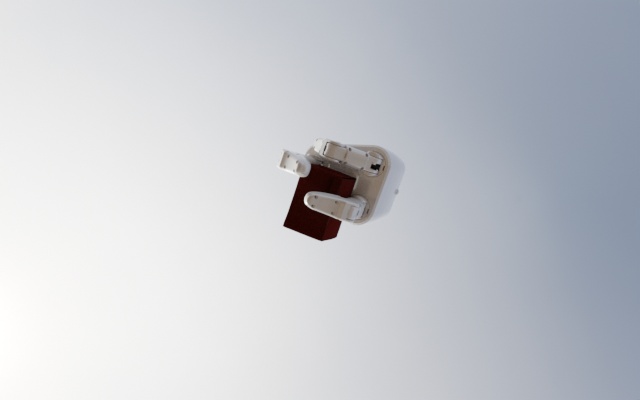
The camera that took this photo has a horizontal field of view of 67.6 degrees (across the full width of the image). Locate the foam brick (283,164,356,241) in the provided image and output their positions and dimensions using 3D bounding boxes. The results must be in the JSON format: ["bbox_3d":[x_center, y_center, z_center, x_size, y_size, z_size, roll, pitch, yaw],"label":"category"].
[{"bbox_3d":[0.000,0.002,0.554,0.053,0.078,0.051,22,9,19],"label":"foam brick"}]
